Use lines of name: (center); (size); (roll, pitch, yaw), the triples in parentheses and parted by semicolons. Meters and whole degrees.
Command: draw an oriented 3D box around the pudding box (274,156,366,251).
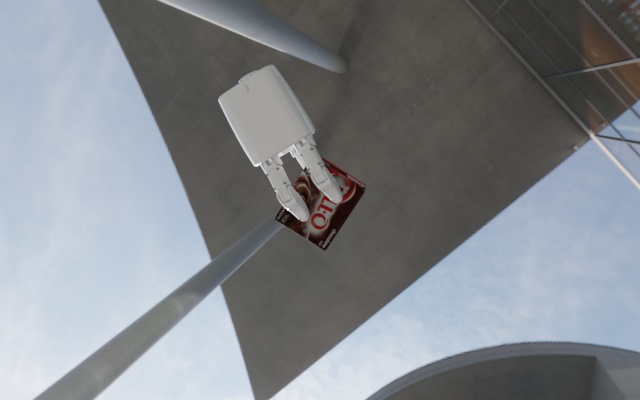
pudding box: (0.000, 0.002, 0.693); (0.090, 0.113, 0.039); (32, 17, -1)
